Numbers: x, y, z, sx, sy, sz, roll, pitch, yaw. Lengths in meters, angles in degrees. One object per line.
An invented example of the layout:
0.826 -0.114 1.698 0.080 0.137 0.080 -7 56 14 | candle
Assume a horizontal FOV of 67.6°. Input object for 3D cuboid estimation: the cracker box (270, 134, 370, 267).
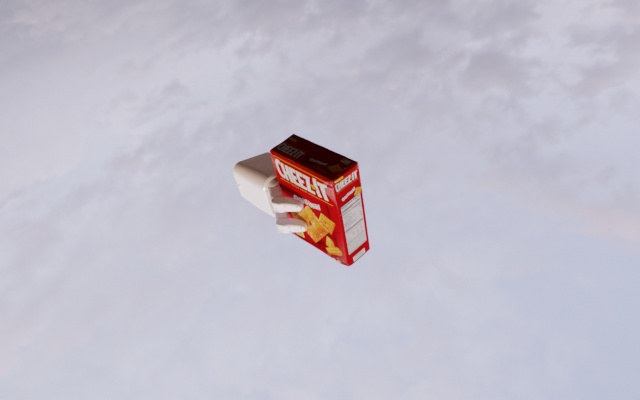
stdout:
0.000 0.003 0.886 0.164 0.214 0.072 28 55 37 | cracker box
